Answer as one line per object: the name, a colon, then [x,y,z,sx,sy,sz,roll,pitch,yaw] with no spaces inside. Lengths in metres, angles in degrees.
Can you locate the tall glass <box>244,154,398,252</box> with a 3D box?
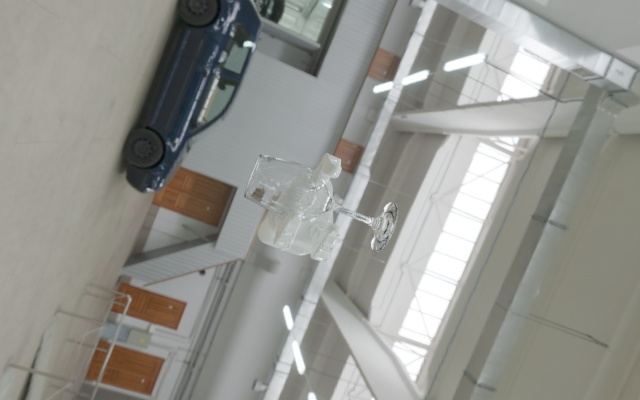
tall glass: [0.001,0.002,0.655,0.201,0.079,0.079,21,-5,-13]
